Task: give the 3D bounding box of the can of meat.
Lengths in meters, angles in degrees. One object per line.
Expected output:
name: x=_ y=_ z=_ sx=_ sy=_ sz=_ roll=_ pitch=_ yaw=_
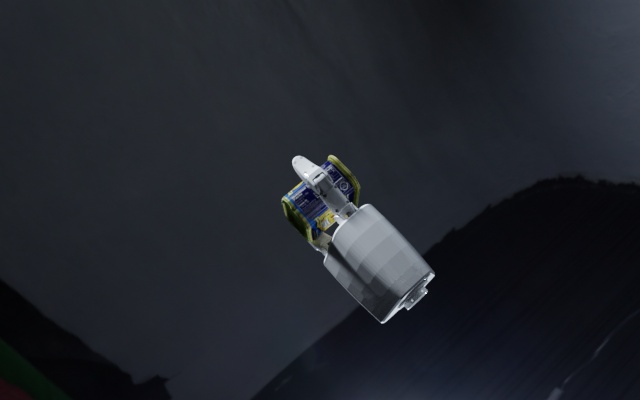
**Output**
can of meat: x=0.000 y=0.002 z=0.613 sx=0.084 sy=0.057 sz=0.102 roll=-40 pitch=-16 yaw=-12
